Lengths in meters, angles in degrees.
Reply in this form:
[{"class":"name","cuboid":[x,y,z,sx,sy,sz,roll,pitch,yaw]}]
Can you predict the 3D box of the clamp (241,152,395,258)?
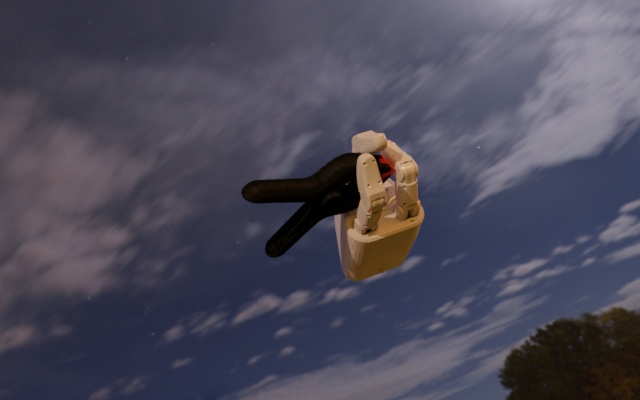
[{"class":"clamp","cuboid":[0.000,0.001,0.529,0.171,0.039,0.120,-18,-34,-16]}]
